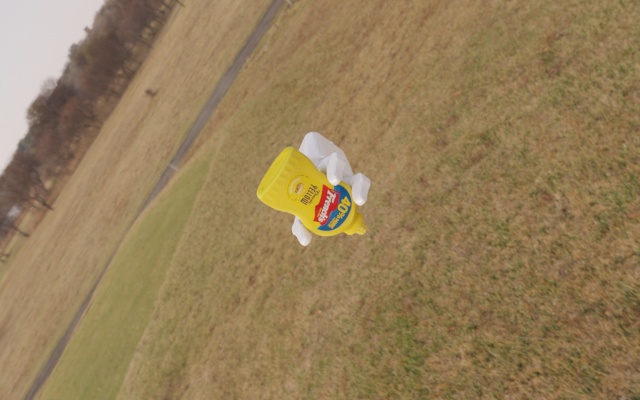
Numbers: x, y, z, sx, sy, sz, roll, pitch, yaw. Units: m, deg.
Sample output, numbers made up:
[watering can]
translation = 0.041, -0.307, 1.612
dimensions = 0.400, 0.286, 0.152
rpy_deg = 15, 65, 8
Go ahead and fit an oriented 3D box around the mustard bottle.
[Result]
[mustard bottle]
translation = 0.000, 0.003, 0.768
dimensions = 0.192, 0.096, 0.058
rpy_deg = 33, -1, -24
